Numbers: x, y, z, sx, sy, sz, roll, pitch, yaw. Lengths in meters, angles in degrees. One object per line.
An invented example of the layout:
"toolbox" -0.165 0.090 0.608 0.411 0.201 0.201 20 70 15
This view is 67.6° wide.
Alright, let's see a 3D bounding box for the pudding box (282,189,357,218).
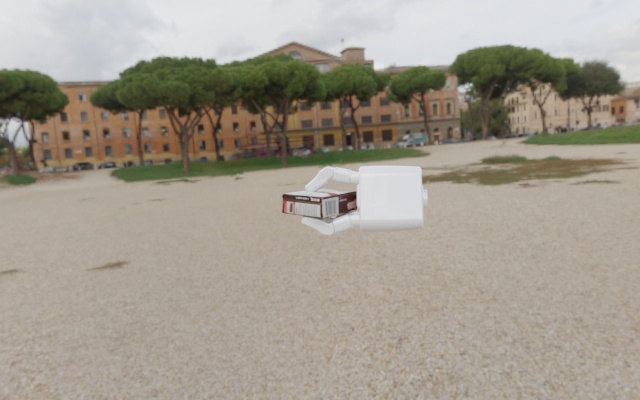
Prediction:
"pudding box" 0.000 0.003 0.852 0.090 0.039 0.113 5 8 35
